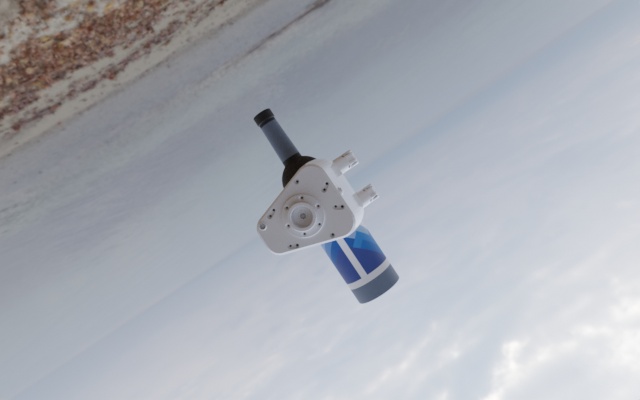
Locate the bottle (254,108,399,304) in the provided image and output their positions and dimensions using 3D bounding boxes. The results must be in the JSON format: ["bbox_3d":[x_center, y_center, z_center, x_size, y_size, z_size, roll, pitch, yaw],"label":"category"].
[{"bbox_3d":[0.000,0.002,0.662,0.069,0.295,0.069,-34,1,0],"label":"bottle"}]
